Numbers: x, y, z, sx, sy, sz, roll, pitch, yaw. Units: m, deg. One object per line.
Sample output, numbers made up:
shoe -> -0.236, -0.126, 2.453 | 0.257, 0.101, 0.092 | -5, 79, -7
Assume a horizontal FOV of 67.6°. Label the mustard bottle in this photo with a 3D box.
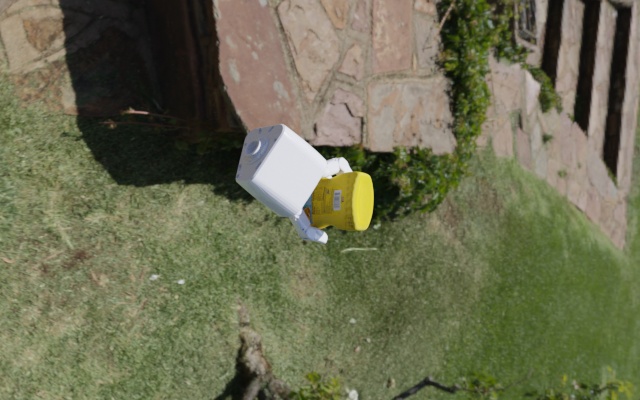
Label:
mustard bottle -> 0.001, 0.003, 0.832 | 0.191, 0.096, 0.058 | -1, -5, 43
